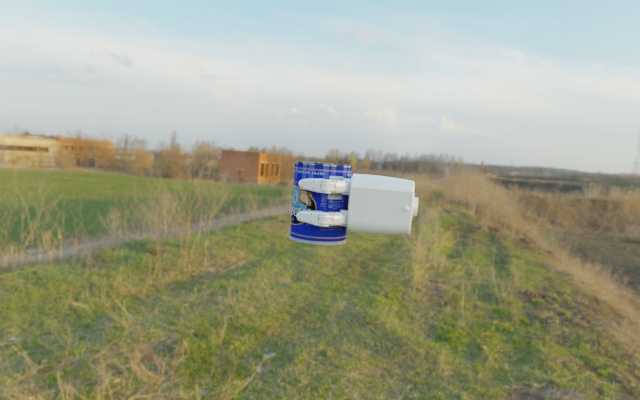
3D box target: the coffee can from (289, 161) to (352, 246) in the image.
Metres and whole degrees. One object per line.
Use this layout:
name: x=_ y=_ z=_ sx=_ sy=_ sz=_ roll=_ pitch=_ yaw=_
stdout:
coffee can: x=0.000 y=0.003 z=0.855 sx=0.103 sy=0.140 sz=0.103 roll=4 pitch=5 yaw=0
